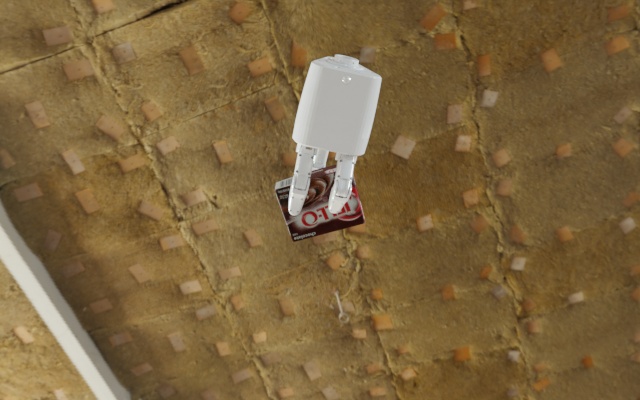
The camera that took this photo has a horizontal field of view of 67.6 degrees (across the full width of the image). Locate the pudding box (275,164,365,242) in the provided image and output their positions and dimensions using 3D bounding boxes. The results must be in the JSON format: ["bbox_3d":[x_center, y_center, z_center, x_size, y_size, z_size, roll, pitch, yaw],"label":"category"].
[{"bbox_3d":[0.000,0.002,0.688,0.113,0.090,0.039,-14,25,5],"label":"pudding box"}]
